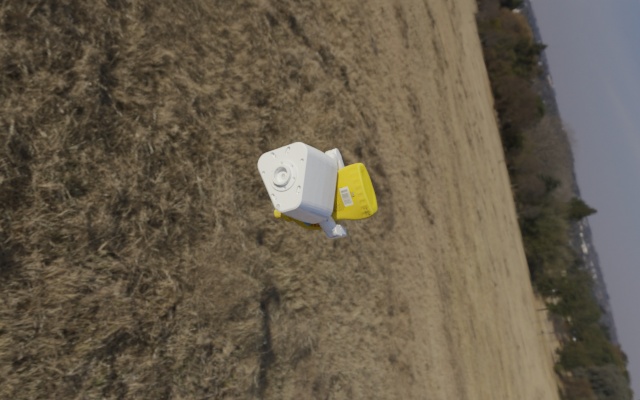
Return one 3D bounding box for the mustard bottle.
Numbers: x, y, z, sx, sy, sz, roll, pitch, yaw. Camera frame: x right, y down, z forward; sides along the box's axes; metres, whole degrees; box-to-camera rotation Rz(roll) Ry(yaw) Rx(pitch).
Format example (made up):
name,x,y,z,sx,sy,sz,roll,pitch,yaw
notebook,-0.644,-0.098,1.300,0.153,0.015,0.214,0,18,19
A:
name,x,y,z,sx,sy,sz,roll,pitch,yaw
mustard bottle,0.001,0.003,0.865,0.191,0.096,0.058,-16,7,24
